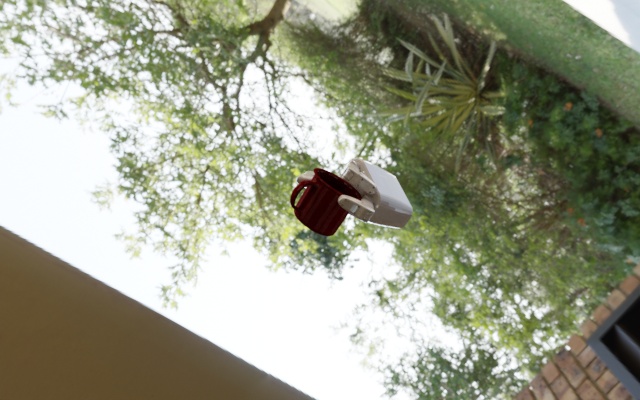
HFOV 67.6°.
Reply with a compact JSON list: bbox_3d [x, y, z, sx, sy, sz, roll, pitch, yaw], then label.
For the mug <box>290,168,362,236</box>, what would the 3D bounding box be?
[{"bbox_3d":[-0.001,0.002,0.782,0.117,0.081,0.093,16,23,-43],"label":"mug"}]
